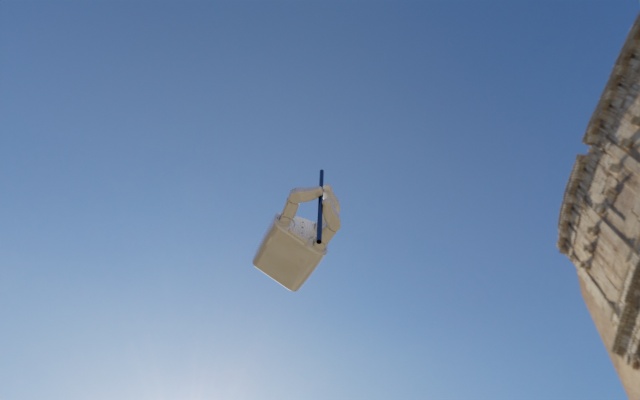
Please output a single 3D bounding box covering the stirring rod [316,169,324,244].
[{"bbox_3d":[0.000,0.003,0.814,0.011,0.011,0.239,0,29,1],"label":"stirring rod"}]
